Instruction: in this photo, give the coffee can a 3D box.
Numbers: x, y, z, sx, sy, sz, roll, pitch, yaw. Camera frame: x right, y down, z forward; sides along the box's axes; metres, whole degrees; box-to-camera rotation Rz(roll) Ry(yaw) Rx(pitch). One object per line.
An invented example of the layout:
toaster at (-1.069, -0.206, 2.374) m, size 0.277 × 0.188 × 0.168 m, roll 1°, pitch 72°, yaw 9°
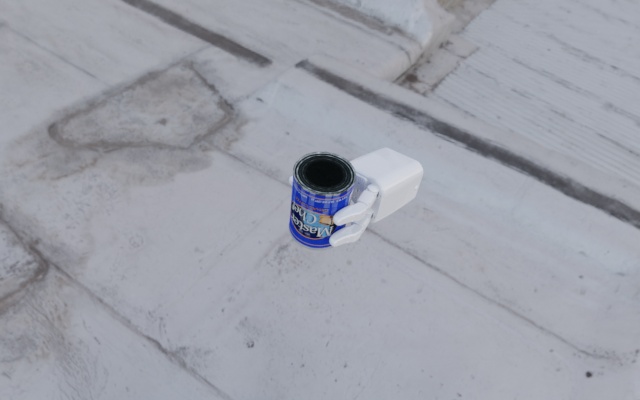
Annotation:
coffee can at (0.000, 0.003, 0.814) m, size 0.103 × 0.102 × 0.140 m, roll 0°, pitch -43°, yaw -8°
